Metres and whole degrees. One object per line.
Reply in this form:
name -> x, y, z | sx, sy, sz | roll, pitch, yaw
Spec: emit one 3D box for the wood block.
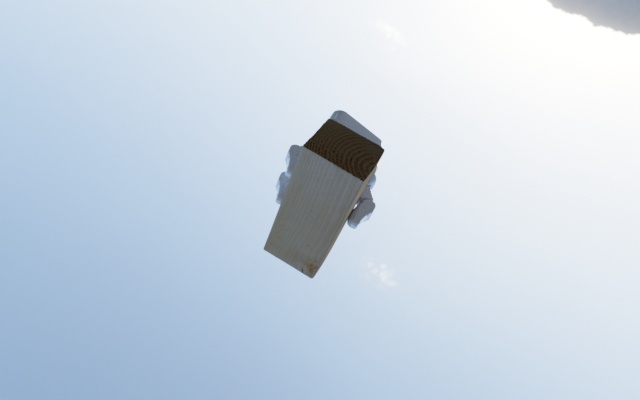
wood block -> 0.000, 0.002, 0.681 | 0.091, 0.206, 0.090 | 30, 41, 6
